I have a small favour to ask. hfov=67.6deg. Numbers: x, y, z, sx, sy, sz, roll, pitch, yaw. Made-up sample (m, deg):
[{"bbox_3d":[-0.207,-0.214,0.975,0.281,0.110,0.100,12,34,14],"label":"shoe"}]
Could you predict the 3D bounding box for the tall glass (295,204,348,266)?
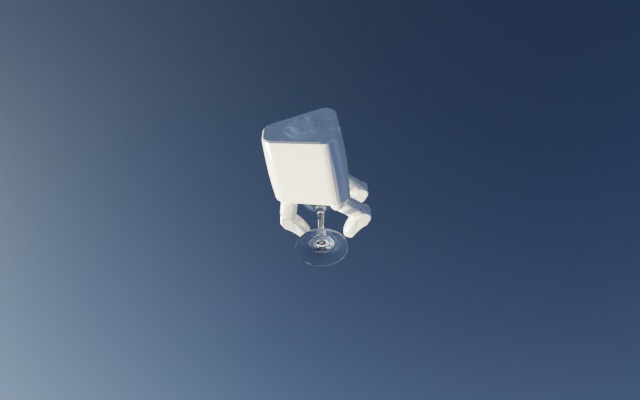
[{"bbox_3d":[0.000,0.003,0.747,0.079,0.079,0.200,0,40,-1],"label":"tall glass"}]
